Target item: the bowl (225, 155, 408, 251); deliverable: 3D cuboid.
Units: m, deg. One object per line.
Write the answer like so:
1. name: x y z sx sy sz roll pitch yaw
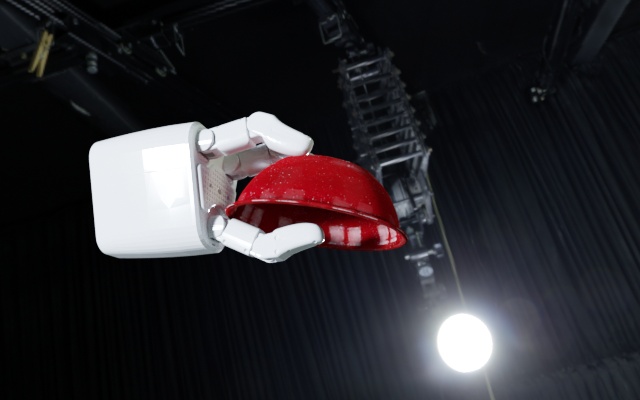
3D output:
1. bowl: 0.001 0.001 0.429 0.162 0.055 0.162 9 -16 3
